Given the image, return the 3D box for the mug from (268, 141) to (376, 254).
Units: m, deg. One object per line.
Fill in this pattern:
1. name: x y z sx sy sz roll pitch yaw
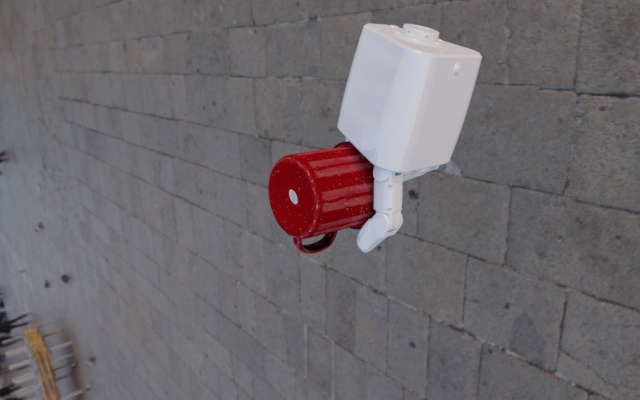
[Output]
1. mug: 0.000 0.003 0.478 0.081 0.117 0.093 -12 36 -39
